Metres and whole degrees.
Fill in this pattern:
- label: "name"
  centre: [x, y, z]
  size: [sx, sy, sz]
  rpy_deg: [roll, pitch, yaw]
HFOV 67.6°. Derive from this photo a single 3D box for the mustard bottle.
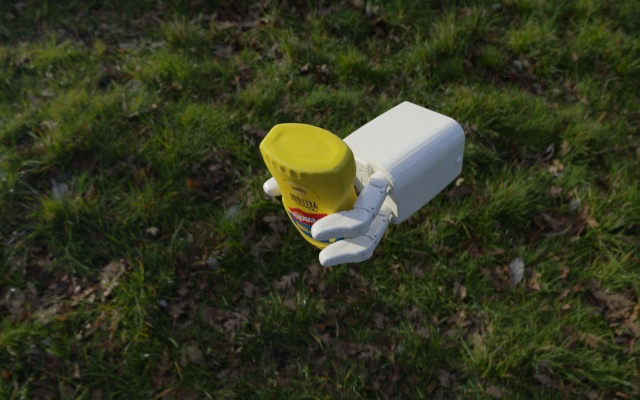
- label: "mustard bottle"
  centre: [0.000, 0.002, 0.534]
  size: [0.096, 0.058, 0.192]
  rpy_deg: [19, -29, 24]
